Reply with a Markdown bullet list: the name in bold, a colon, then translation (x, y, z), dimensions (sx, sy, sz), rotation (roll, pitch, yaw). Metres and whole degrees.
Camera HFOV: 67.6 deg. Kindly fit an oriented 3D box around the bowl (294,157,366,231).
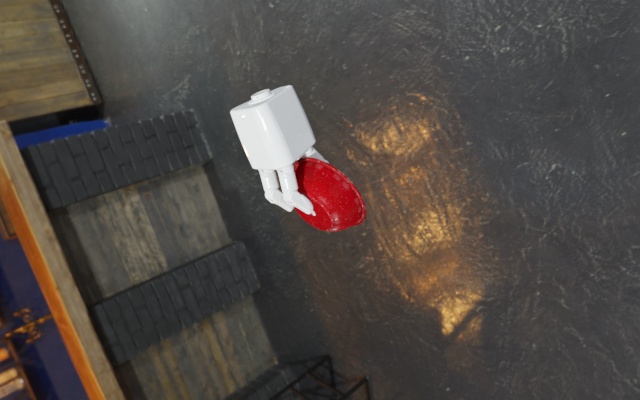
- **bowl**: translation (0.001, 0.004, 0.849), dimensions (0.162, 0.162, 0.055), rotation (0, 41, 52)
